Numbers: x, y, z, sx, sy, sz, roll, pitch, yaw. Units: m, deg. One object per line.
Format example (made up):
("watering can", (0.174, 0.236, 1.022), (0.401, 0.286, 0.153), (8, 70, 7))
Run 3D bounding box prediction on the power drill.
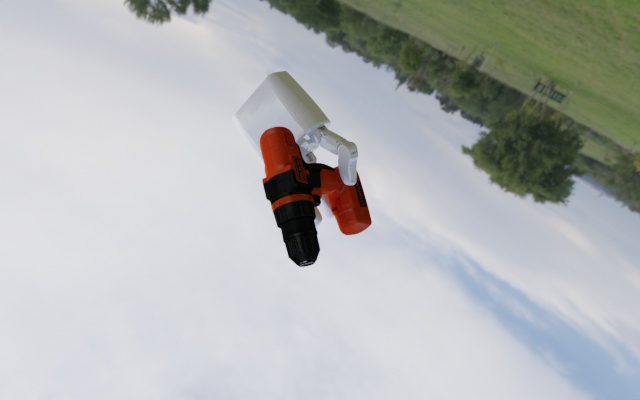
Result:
("power drill", (0.000, 0.002, 0.649), (0.057, 0.184, 0.188), (-23, -20, 27))
